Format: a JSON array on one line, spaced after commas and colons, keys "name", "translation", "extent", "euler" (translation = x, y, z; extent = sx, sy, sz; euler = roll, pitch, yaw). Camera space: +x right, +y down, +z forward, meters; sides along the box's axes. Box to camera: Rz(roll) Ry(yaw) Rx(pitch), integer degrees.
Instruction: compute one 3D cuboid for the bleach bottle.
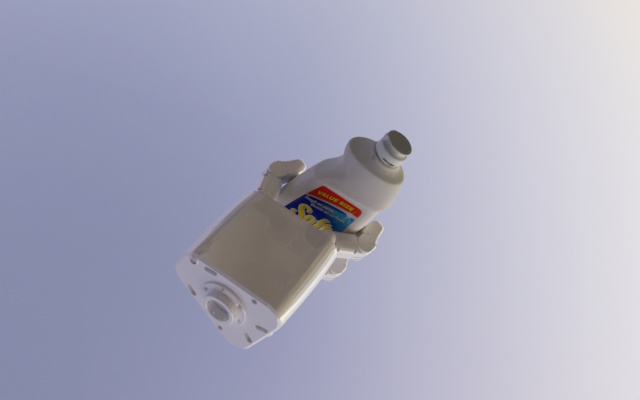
[{"name": "bleach bottle", "translation": [0.000, 0.002, 0.528], "extent": [0.251, 0.102, 0.068], "euler": [-42, 4, 43]}]
